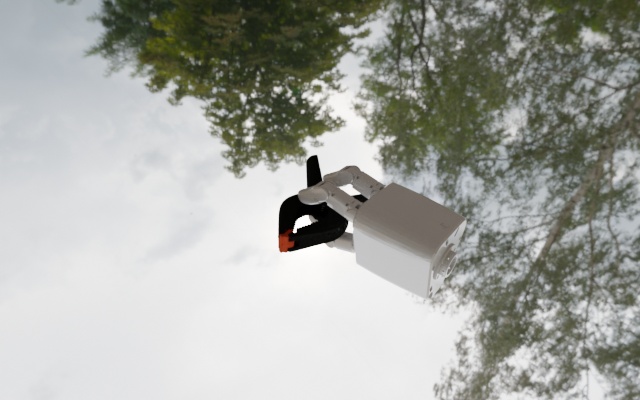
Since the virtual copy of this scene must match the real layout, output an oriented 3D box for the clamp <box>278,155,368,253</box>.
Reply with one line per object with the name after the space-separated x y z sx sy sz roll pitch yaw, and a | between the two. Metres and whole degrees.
0.000 0.003 0.659 0.164 0.036 0.210 27 40 28 | clamp
